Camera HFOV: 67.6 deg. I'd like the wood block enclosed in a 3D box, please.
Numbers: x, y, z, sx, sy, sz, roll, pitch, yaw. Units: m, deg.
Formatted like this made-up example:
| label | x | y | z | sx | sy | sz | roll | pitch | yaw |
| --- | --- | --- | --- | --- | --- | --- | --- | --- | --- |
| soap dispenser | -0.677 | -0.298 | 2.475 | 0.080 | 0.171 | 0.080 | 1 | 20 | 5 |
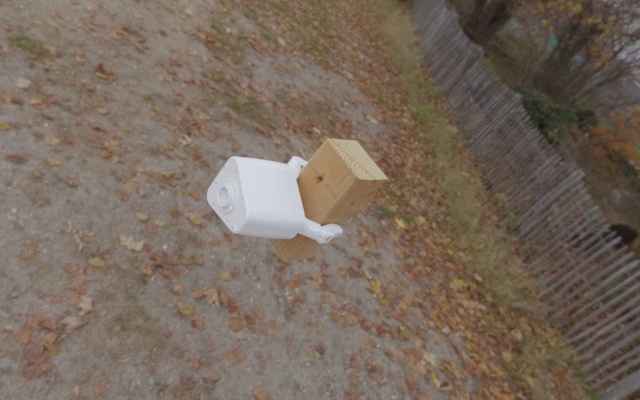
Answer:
| label | x | y | z | sx | sy | sz | roll | pitch | yaw |
| --- | --- | --- | --- | --- | --- | --- | --- | --- | --- |
| wood block | 0.000 | 0.003 | 0.803 | 0.090 | 0.090 | 0.206 | -4 | -38 | -52 |
